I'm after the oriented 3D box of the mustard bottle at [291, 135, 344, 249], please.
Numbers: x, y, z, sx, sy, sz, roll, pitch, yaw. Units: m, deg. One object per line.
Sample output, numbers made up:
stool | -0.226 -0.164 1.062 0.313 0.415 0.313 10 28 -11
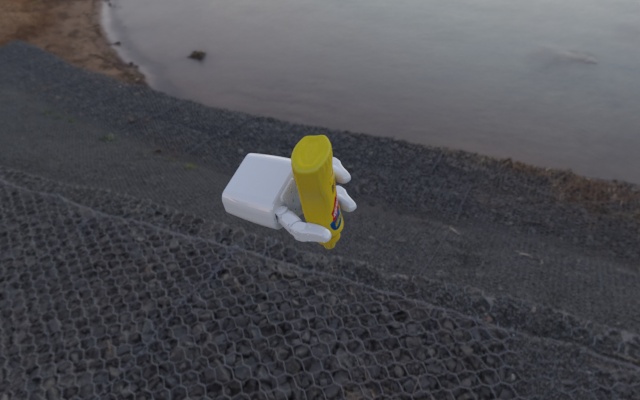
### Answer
mustard bottle | 0.000 0.002 0.737 0.058 0.192 0.096 -3 39 10
